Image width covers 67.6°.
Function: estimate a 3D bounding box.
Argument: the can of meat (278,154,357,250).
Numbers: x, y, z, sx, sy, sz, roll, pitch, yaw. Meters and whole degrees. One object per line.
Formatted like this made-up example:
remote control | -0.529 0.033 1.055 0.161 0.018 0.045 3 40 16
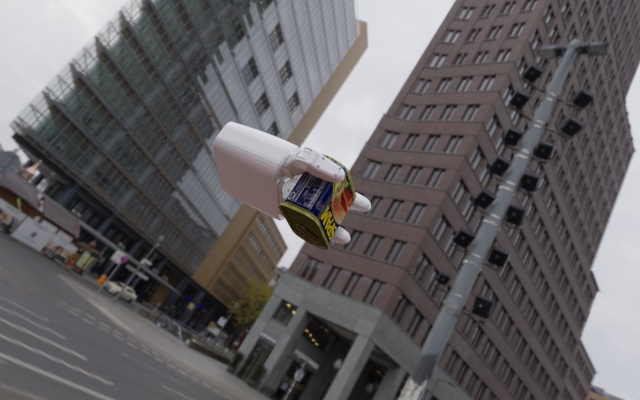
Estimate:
can of meat | 0.000 0.002 0.609 0.057 0.084 0.102 23 -21 23
